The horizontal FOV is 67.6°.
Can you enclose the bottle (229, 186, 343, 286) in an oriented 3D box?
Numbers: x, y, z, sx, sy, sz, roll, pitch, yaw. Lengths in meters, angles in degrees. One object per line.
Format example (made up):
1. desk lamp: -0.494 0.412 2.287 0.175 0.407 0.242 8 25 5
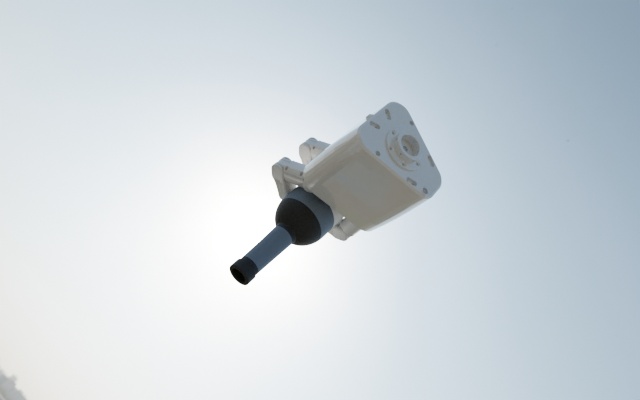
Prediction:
1. bottle: 0.000 0.002 0.591 0.069 0.069 0.295 0 31 43
